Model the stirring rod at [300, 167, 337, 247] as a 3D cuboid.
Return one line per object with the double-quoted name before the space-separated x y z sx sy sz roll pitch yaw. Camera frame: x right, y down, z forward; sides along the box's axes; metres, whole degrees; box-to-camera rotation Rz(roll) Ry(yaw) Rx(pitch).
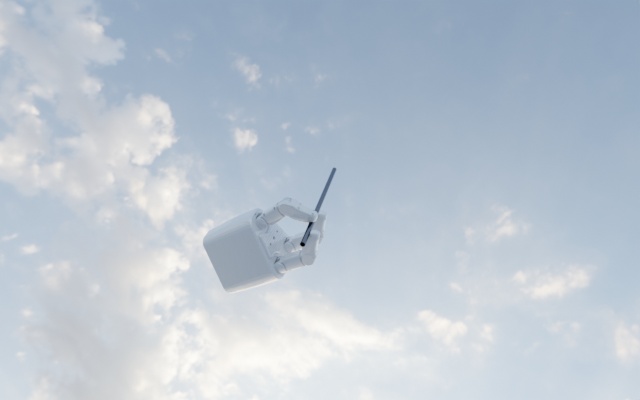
"stirring rod" 0.000 0.003 0.777 0.011 0.011 0.239 0 30 14
